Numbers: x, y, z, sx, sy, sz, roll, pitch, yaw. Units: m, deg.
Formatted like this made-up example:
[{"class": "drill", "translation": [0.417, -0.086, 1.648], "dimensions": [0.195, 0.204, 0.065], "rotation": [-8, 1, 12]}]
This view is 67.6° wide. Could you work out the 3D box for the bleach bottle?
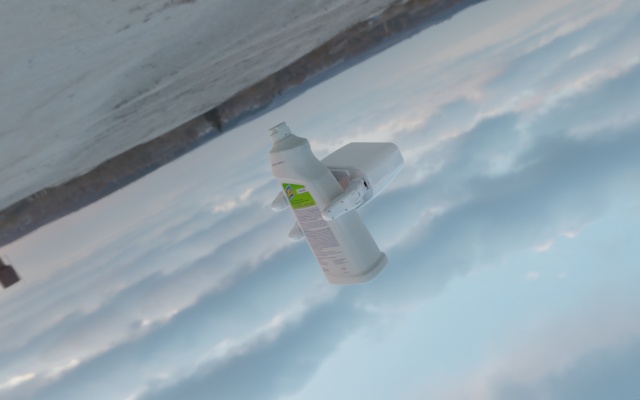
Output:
[{"class": "bleach bottle", "translation": [0.000, 0.002, 0.693], "dimensions": [0.102, 0.251, 0.068], "rotation": [-14, 19, 46]}]
